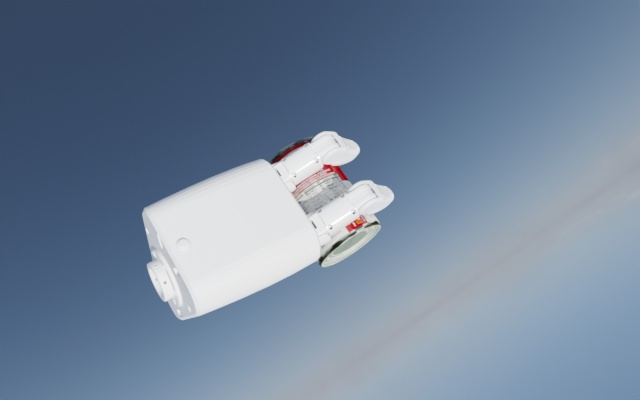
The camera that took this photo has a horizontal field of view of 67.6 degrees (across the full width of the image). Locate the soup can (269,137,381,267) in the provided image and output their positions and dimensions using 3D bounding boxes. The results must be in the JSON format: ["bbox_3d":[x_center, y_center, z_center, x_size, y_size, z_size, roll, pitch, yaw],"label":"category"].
[{"bbox_3d":[0.001,0.002,0.442,0.068,0.102,0.068,-31,-18,-11],"label":"soup can"}]
